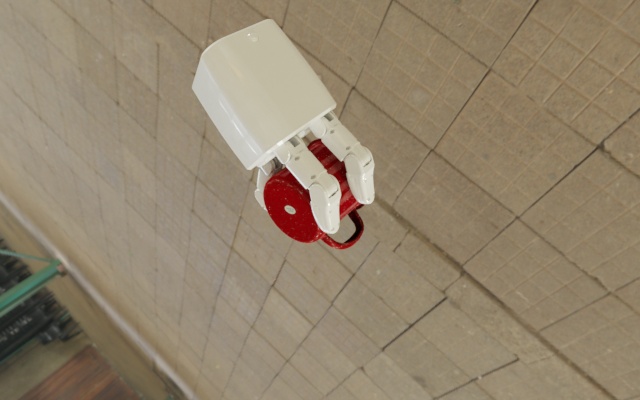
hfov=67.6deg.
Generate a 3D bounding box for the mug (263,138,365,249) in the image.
[{"bbox_3d":[0.001,0.003,0.515,0.081,0.117,0.093,-40,6,-36],"label":"mug"}]
